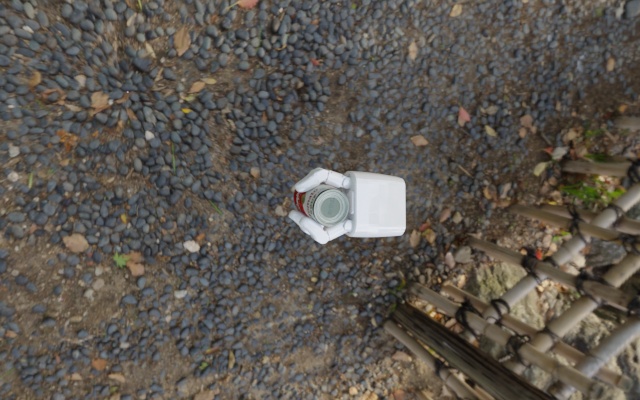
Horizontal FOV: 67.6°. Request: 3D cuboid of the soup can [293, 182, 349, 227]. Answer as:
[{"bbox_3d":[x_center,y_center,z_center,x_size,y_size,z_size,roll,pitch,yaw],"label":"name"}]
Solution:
[{"bbox_3d":[0.000,0.003,0.839,0.068,0.068,0.102,0,12,-22],"label":"soup can"}]
